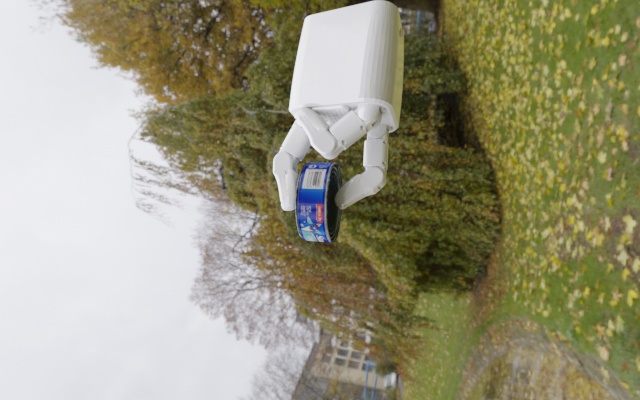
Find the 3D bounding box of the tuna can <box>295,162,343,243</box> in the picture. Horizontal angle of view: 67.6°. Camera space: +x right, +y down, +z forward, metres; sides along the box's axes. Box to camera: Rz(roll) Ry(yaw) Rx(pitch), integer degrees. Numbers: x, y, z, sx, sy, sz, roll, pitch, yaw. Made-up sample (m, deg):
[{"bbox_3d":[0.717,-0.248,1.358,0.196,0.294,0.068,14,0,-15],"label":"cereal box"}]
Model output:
[{"bbox_3d":[0.000,0.002,0.511,0.034,0.086,0.086,2,0,13],"label":"tuna can"}]
